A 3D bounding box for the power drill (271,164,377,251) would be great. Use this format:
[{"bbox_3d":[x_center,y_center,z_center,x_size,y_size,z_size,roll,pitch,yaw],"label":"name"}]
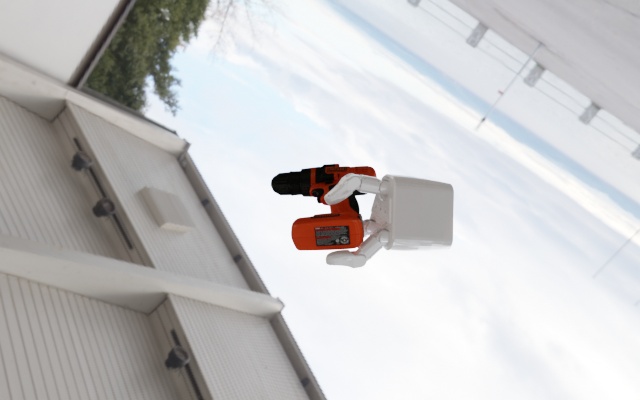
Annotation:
[{"bbox_3d":[0.000,0.003,0.766,0.184,0.057,0.187,-5,33,8],"label":"power drill"}]
